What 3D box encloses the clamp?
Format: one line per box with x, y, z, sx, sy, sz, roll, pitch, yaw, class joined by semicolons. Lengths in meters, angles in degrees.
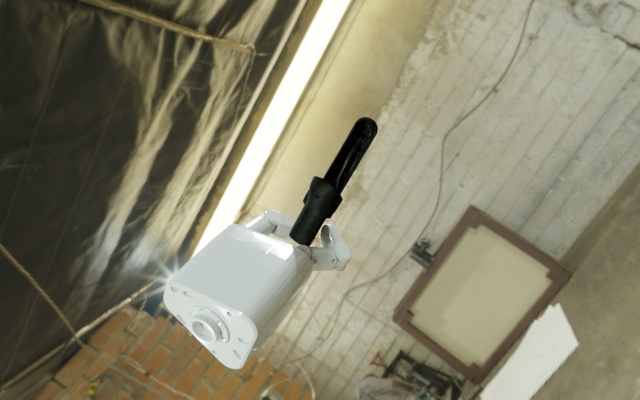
0.000;0.001;0.497;0.039;0.172;0.120;34;40;10;clamp
